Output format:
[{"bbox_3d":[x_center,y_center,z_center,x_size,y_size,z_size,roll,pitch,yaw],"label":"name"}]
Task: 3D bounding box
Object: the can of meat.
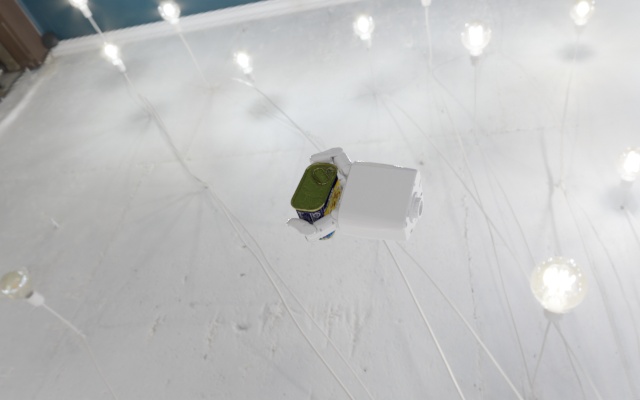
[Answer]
[{"bbox_3d":[0.000,0.003,0.790,0.057,0.102,0.084,6,-38,23],"label":"can of meat"}]
